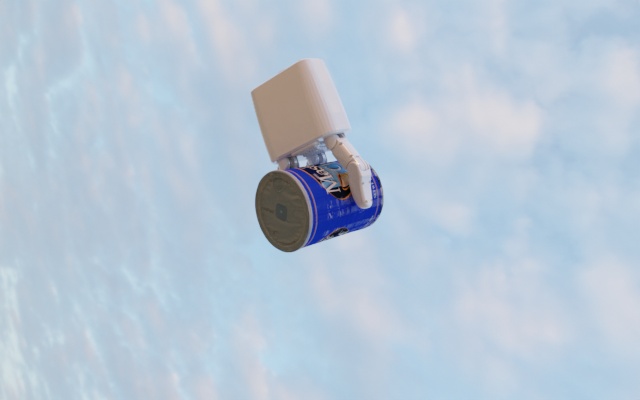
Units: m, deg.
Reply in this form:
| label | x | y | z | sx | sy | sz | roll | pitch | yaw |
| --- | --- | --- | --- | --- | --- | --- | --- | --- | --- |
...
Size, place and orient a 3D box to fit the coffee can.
| label | x | y | z | sx | sy | sz | roll | pitch | yaw |
| --- | --- | --- | --- | --- | --- | --- | --- | --- | --- |
| coffee can | 0.000 | 0.002 | 0.630 | 0.140 | 0.103 | 0.103 | -14 | 9 | -43 |
